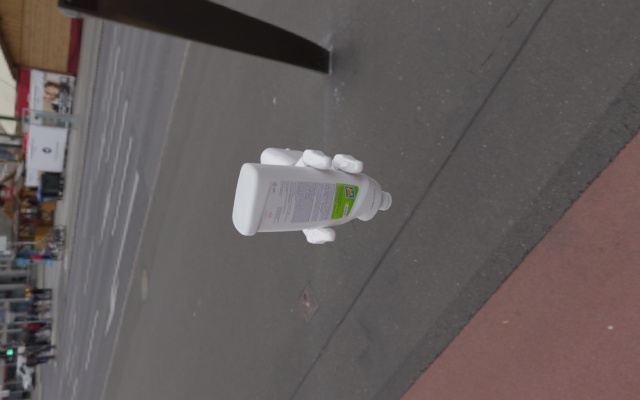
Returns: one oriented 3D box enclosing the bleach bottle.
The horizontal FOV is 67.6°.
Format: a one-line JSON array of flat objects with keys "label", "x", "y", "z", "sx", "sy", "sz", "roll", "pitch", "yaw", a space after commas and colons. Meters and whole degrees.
[{"label": "bleach bottle", "x": 0.000, "y": 0.002, "z": 0.724, "sx": 0.251, "sy": 0.102, "sz": 0.068, "roll": 3, "pitch": 17, "yaw": -31}]
